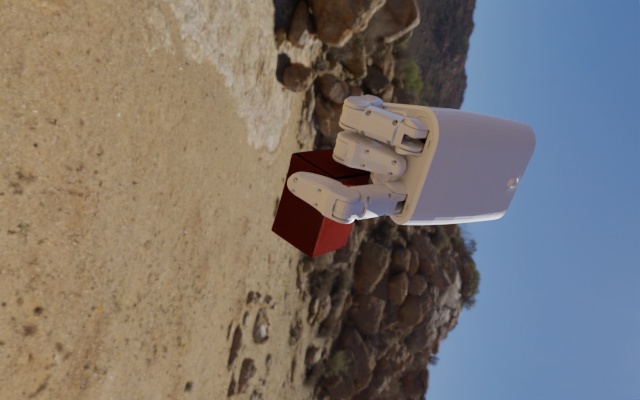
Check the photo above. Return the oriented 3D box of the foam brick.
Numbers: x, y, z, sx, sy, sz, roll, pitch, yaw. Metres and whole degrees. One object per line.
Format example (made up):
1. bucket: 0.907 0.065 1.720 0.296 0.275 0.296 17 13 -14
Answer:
1. foam brick: 0.000 0.002 0.421 0.053 0.078 0.051 33 27 31
